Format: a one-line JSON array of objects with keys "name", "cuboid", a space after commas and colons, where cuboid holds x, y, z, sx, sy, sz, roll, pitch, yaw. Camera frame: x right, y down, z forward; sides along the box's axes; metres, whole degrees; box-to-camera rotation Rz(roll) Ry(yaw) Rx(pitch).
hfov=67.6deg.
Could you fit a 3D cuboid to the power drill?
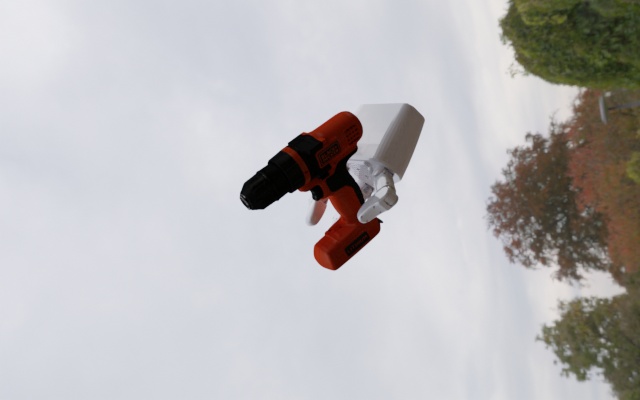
[{"name": "power drill", "cuboid": [0.000, 0.002, 0.624, 0.184, 0.188, 0.057, -37, 39, -20]}]
